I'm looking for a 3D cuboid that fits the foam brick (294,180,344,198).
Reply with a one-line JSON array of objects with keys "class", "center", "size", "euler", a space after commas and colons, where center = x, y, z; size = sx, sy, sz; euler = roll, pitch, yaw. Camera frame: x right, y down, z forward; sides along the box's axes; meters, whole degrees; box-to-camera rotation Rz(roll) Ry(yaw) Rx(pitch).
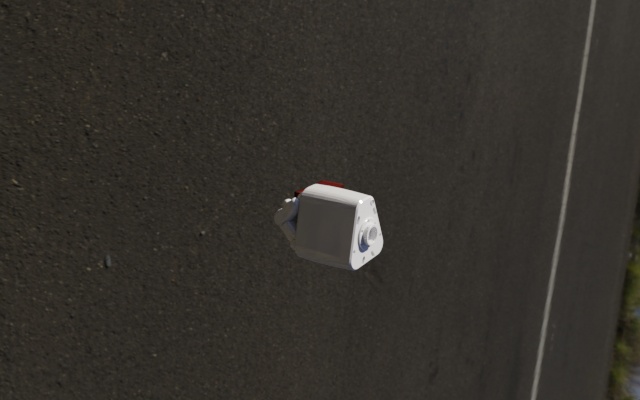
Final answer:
[{"class": "foam brick", "center": [0.000, 0.002, 0.821], "size": [0.051, 0.053, 0.078], "euler": [11, 24, 37]}]
